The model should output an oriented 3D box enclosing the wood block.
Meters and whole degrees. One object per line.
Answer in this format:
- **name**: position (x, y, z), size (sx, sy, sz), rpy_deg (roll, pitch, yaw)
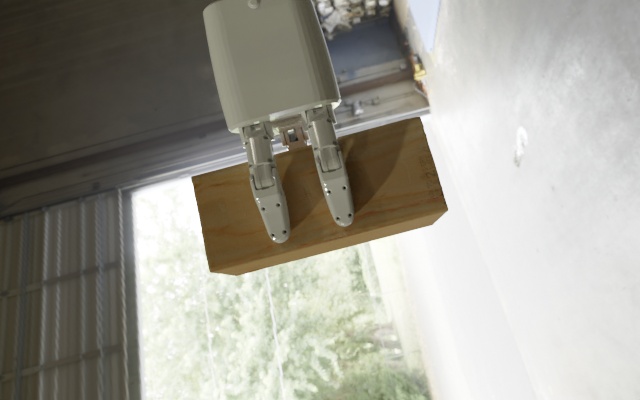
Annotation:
- **wood block**: position (0.000, 0.001, 0.447), size (0.206, 0.090, 0.091), rpy_deg (-15, -11, 2)
